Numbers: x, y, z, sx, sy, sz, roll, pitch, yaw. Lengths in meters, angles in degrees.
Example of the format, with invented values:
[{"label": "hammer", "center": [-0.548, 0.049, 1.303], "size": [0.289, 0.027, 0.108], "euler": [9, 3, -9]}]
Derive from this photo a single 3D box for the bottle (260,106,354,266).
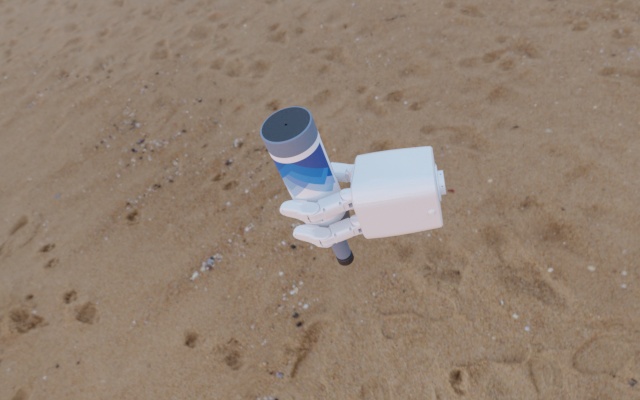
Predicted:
[{"label": "bottle", "center": [0.000, 0.002, 0.678], "size": [0.069, 0.069, 0.296], "euler": [0, -40, 22]}]
